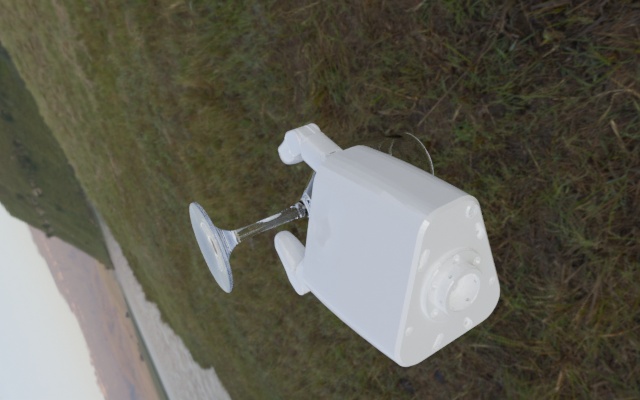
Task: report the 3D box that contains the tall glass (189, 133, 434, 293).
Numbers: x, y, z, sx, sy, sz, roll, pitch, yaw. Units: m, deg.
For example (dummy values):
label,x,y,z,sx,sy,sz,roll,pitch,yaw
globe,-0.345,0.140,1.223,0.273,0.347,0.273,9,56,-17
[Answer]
label,x,y,z,sx,sy,sz,roll,pitch,yaw
tall glass,-0.001,0.001,0.401,0.201,0.079,0.079,-23,10,-25
